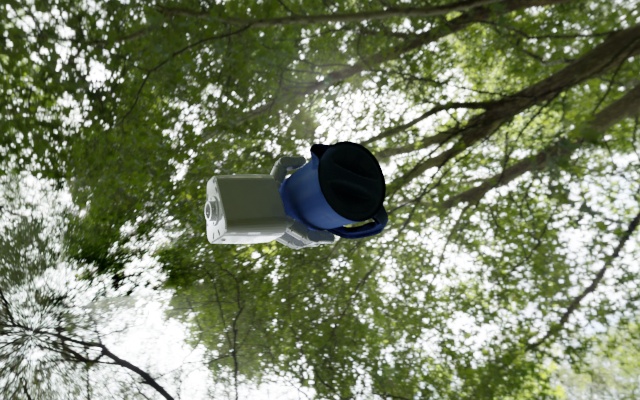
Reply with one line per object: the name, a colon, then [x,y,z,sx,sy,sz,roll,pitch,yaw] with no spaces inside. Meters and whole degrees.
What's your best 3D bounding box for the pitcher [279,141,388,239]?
pitcher: [0.000,0.003,0.851,0.145,0.149,0.243,-1,-13,-32]
